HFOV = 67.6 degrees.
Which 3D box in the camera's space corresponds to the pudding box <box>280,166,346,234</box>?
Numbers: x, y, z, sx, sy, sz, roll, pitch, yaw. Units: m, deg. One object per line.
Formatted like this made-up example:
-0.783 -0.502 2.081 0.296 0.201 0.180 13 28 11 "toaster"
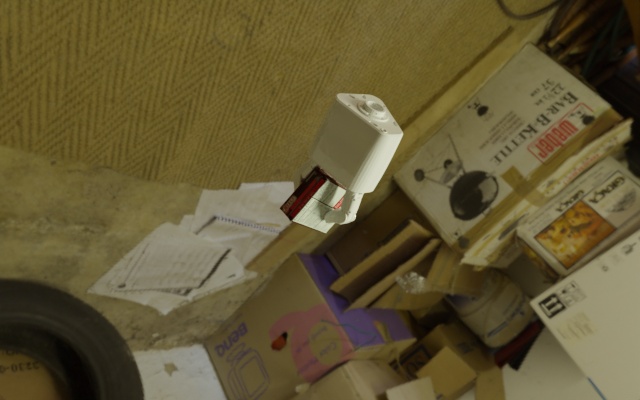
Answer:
0.000 0.003 0.776 0.039 0.090 0.113 50 13 33 "pudding box"
